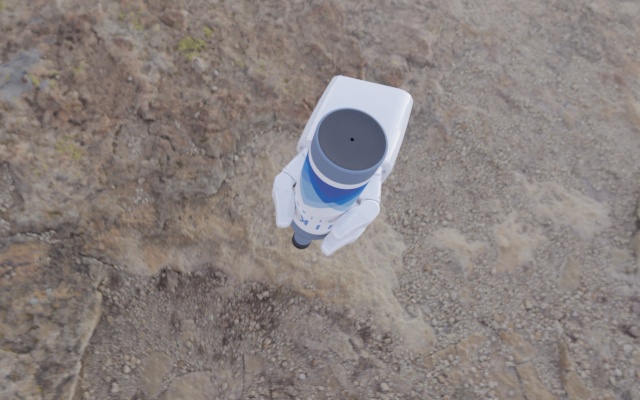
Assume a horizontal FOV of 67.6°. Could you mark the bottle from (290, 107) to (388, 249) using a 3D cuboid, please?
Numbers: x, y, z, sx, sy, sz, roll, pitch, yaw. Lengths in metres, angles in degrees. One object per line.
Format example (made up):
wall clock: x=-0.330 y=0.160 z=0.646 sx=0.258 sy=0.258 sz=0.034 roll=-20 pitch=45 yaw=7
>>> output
bottle: x=0.000 y=0.002 z=0.551 sx=0.069 sy=0.069 sz=0.296 roll=0 pitch=-22 yaw=-12
